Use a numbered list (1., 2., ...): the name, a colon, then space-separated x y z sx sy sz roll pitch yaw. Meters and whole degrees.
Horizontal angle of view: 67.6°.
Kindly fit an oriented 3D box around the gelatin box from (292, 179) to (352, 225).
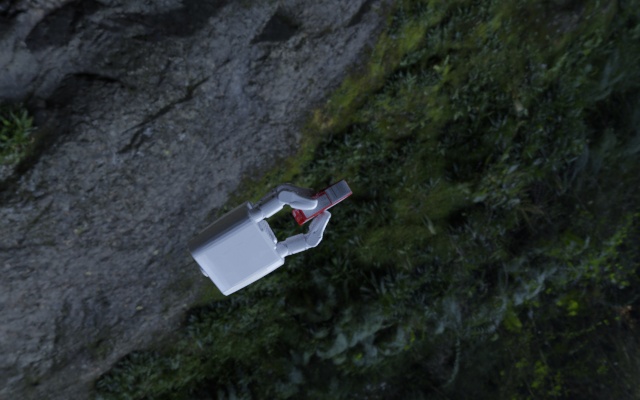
1. gelatin box: 0.001 0.003 0.766 0.089 0.030 0.073 -30 -2 -12
